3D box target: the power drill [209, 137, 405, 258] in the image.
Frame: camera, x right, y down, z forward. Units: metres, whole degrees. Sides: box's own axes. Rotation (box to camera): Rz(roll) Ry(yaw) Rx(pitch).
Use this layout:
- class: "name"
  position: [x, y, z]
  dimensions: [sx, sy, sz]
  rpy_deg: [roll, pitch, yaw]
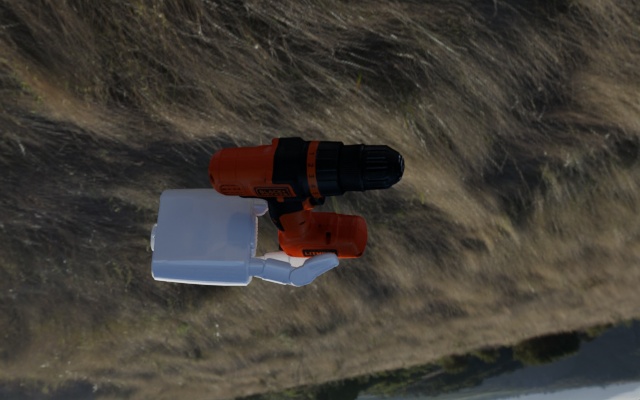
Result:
- class: "power drill"
  position: [0.000, 0.002, 0.501]
  dimensions: [0.184, 0.057, 0.188]
  rpy_deg: [1, -29, 15]
